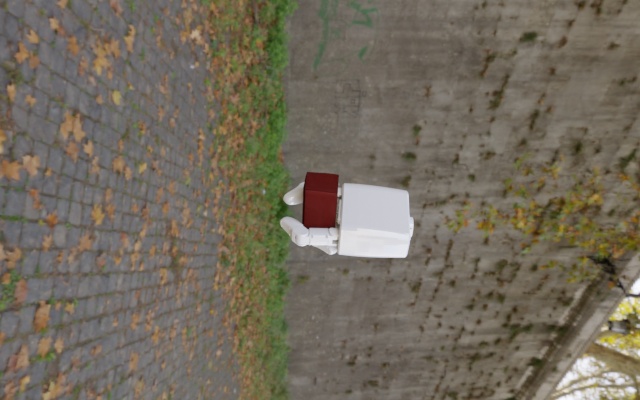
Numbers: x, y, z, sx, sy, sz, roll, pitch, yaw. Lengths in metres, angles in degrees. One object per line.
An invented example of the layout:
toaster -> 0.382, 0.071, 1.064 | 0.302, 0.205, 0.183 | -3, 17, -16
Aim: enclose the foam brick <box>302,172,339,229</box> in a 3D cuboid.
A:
foam brick -> 0.000, 0.002, 0.731 | 0.051, 0.078, 0.053 | 5, 36, 2
